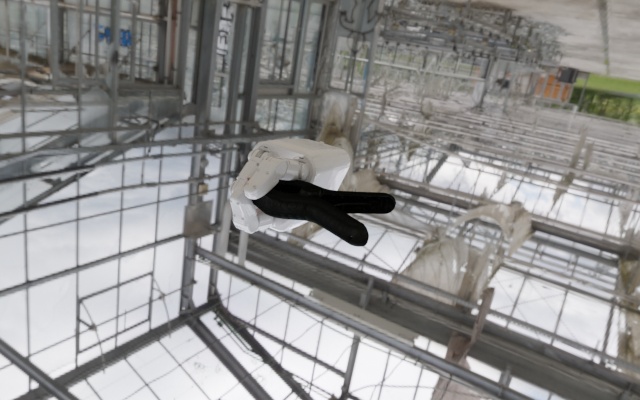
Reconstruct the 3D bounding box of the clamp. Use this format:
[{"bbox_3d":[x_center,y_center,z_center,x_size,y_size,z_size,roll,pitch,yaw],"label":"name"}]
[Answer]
[{"bbox_3d":[0.000,0.002,0.544,0.171,0.039,0.120,19,19,26],"label":"clamp"}]
